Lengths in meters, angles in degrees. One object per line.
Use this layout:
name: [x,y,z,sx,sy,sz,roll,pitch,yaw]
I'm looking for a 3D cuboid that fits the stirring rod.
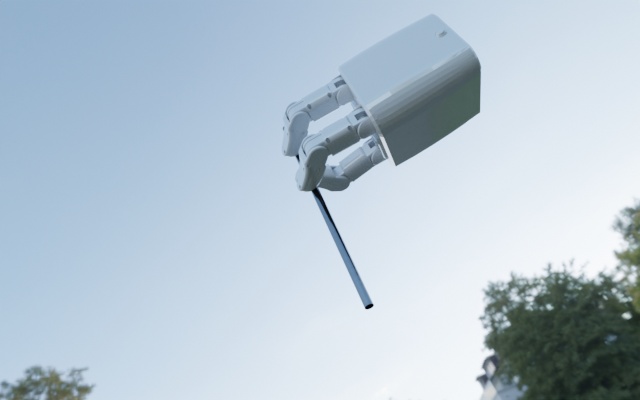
stirring rod: [0.000,0.002,0.456,0.011,0.011,0.239,0,43,-26]
